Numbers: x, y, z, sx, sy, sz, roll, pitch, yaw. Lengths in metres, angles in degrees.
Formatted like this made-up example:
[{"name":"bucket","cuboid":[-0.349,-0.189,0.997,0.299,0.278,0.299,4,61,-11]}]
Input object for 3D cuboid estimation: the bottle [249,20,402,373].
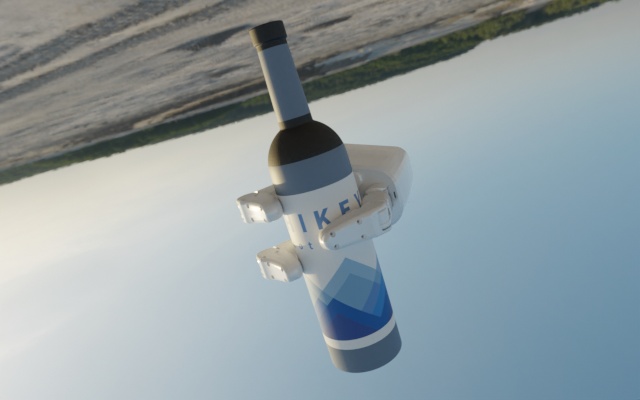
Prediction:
[{"name":"bottle","cuboid":[0.000,0.002,0.404,0.069,0.296,0.069,-16,14,4]}]
